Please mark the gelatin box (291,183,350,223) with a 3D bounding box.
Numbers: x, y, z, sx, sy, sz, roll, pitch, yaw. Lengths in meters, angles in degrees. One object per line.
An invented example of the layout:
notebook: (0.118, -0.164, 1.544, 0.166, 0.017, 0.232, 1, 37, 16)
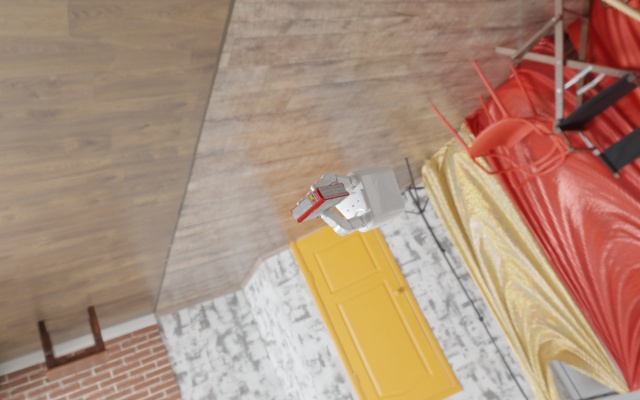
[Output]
gelatin box: (0.000, 0.003, 0.855, 0.073, 0.030, 0.089, -40, -14, 32)
